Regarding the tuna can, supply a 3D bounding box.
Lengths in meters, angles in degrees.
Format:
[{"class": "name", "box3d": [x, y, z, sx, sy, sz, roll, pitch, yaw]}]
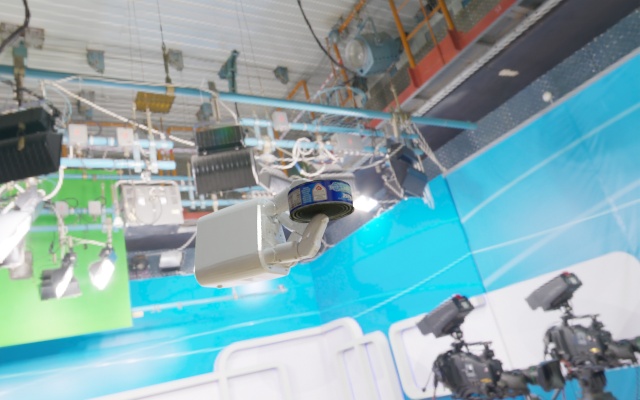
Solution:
[{"class": "tuna can", "box3d": [0.000, 0.001, 0.623, 0.086, 0.033, 0.086, -7, -18, -2]}]
